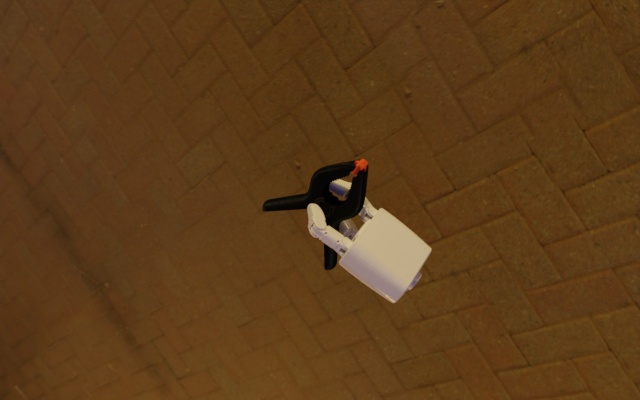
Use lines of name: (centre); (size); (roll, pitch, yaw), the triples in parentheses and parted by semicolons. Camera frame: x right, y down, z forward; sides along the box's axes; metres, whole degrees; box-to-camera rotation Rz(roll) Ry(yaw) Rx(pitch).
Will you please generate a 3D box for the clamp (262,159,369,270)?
clamp: (0.000, 0.003, 0.777); (0.164, 0.210, 0.036); (37, 36, 6)
